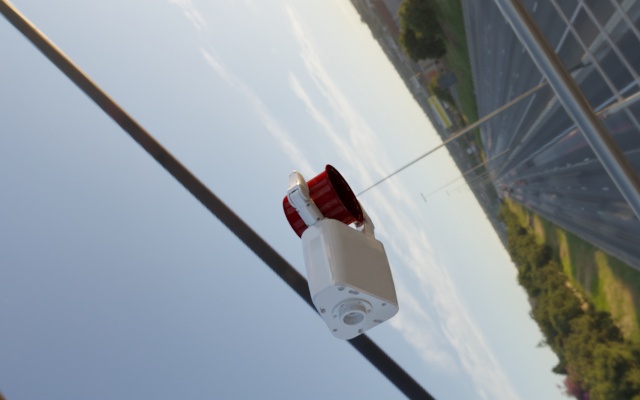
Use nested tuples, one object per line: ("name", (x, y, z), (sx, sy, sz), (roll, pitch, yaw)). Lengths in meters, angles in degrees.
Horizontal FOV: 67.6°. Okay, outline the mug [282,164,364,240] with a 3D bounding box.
("mug", (0.000, 0.001, 0.675), (0.081, 0.093, 0.117), (-32, 35, 17))
